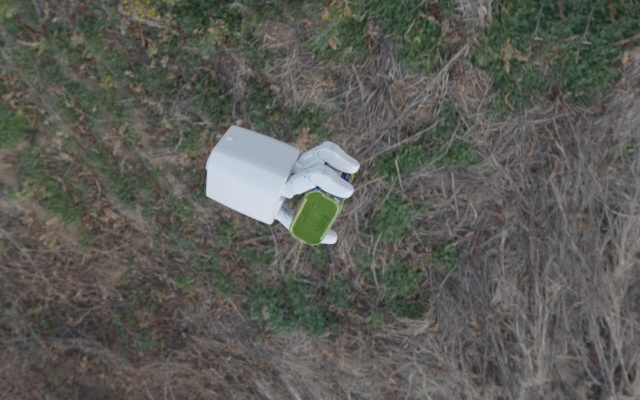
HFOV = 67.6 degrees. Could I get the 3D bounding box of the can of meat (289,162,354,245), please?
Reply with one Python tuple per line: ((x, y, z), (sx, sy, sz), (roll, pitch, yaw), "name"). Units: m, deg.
((0.000, 0.003, 0.679), (0.057, 0.102, 0.084), (26, 39, -4), "can of meat")
